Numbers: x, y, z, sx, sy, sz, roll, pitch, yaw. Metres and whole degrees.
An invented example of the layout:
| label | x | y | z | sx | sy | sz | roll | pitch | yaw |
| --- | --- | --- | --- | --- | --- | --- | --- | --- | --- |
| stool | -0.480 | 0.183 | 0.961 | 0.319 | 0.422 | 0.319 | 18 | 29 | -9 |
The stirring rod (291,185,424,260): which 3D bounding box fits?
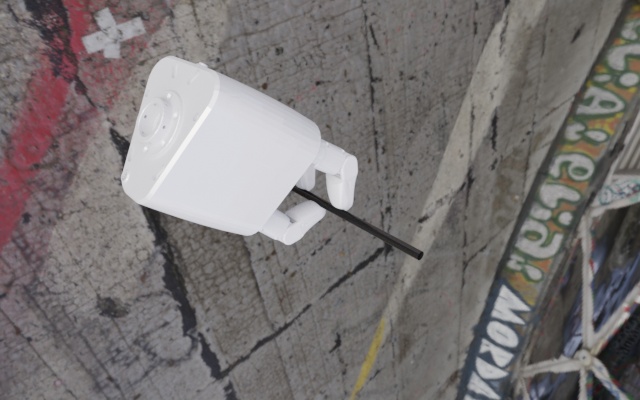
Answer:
| label | x | y | z | sx | sy | sz | roll | pitch | yaw |
| --- | --- | --- | --- | --- | --- | --- | --- | --- | --- |
| stirring rod | 0.000 | 0.002 | 0.463 | 0.011 | 0.011 | 0.239 | 0 | 21 | -46 |
